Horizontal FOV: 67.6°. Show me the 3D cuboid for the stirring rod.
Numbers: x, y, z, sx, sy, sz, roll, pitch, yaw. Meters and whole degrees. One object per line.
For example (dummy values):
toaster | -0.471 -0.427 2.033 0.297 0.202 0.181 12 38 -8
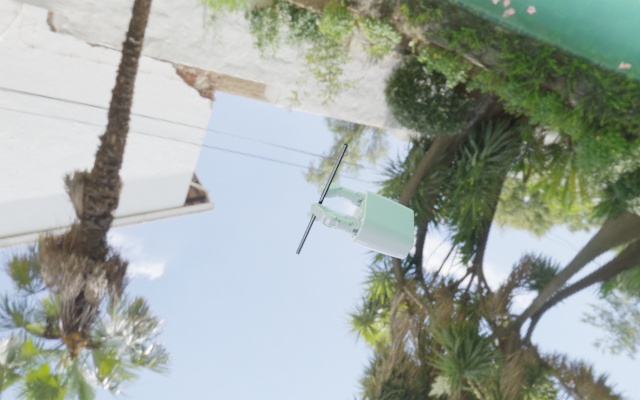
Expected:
stirring rod | 0.000 0.003 0.888 0.011 0.240 0.011 20 24 -9
